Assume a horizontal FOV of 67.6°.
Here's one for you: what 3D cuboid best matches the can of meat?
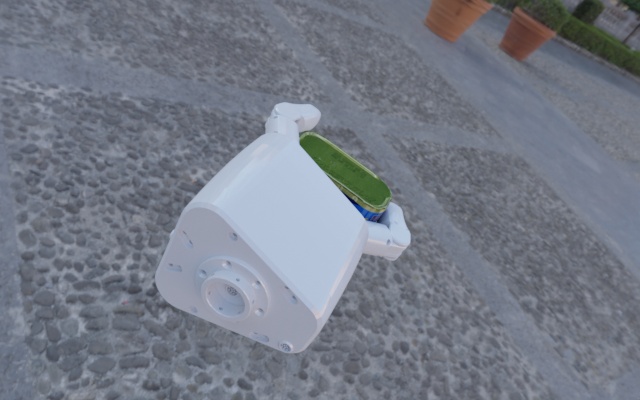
[{"bbox_3d":[0.000,0.001,0.419,0.102,0.084,0.057,36,34,2],"label":"can of meat"}]
